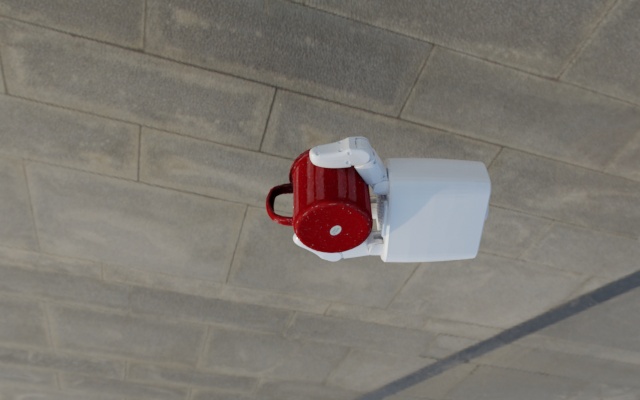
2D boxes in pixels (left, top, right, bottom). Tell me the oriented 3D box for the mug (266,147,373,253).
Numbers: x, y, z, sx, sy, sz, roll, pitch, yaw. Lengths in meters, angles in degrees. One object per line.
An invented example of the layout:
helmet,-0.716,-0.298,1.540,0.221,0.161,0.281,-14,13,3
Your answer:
mug,-0.001,0.002,0.507,0.117,0.081,0.093,-2,-45,0
